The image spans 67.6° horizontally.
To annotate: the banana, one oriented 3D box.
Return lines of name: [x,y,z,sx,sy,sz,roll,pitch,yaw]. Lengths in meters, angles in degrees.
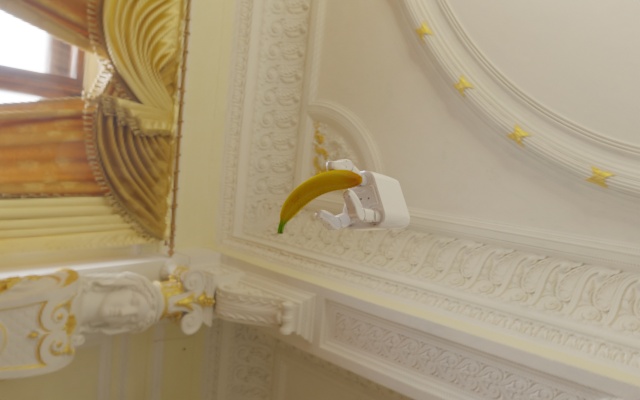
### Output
banana: [-0.008,-0.012,0.853,0.198,0.069,0.037,-34,-30,30]
